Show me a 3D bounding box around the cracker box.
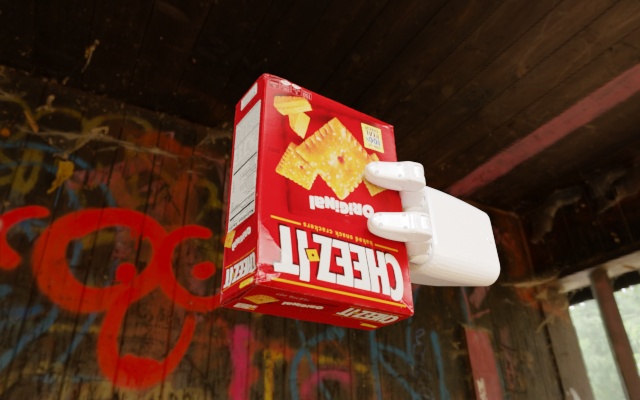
[{"bbox_3d":[0.000,0.001,0.457,0.164,0.213,0.072,17,-34,-30],"label":"cracker box"}]
